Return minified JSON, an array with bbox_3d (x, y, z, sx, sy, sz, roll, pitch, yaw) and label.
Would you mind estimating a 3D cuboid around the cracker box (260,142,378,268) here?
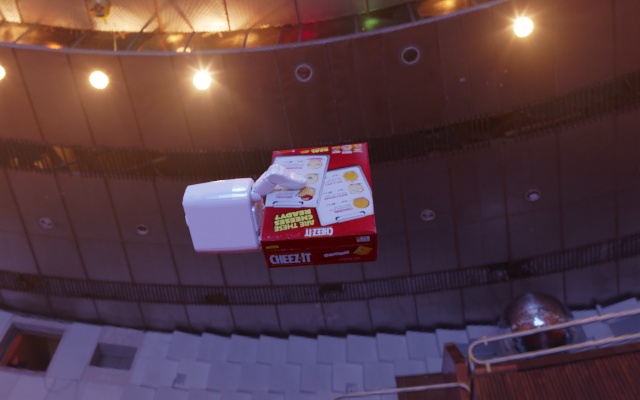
[{"bbox_3d":[0.000,0.002,0.751,0.164,0.072,0.213,-5,42,5],"label":"cracker box"}]
